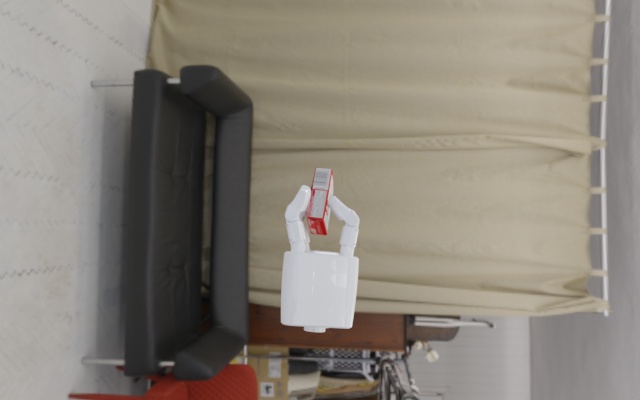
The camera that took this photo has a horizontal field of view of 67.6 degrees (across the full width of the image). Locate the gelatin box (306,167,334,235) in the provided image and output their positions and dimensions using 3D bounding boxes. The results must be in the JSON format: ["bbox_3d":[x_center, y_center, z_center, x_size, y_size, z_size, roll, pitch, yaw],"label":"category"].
[{"bbox_3d":[0.001,0.002,0.758,0.030,0.089,0.073,7,-21,7],"label":"gelatin box"}]
